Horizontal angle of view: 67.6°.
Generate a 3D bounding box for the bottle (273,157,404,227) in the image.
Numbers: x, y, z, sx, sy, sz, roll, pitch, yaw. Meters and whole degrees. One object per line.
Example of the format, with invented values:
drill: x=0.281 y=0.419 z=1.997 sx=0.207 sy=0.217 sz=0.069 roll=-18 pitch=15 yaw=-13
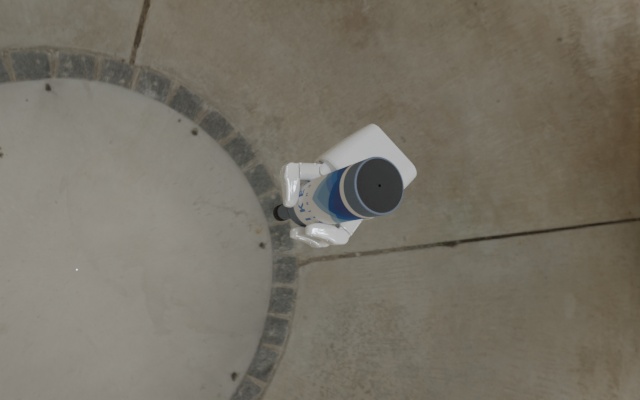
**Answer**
bottle: x=0.000 y=0.002 z=0.662 sx=0.069 sy=0.069 sz=0.296 roll=0 pitch=-7 yaw=-27
